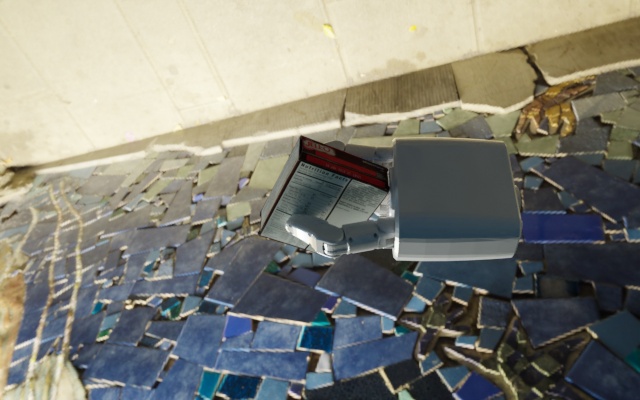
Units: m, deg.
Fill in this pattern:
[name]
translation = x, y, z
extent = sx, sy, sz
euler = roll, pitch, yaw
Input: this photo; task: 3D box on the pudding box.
[pudding box]
translation = 0.000, 0.002, 0.456
extent = 0.090, 0.039, 0.113
euler = 20, -50, -15
